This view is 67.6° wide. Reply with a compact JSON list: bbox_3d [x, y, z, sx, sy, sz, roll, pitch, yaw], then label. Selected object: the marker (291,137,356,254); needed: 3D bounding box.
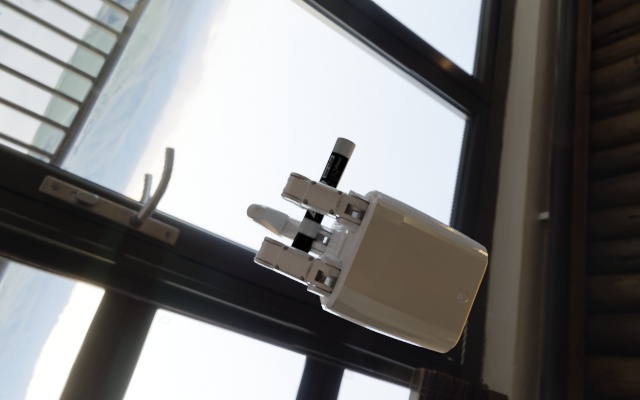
[{"bbox_3d":[0.000,0.001,0.424,0.020,0.121,0.020,23,-6,3],"label":"marker"}]
